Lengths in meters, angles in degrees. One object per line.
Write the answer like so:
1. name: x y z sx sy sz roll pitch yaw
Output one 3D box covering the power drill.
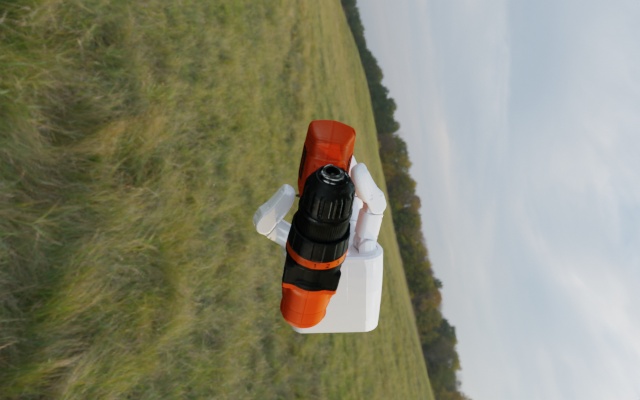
1. power drill: 0.000 0.001 0.462 0.057 0.185 0.187 12 41 -2
